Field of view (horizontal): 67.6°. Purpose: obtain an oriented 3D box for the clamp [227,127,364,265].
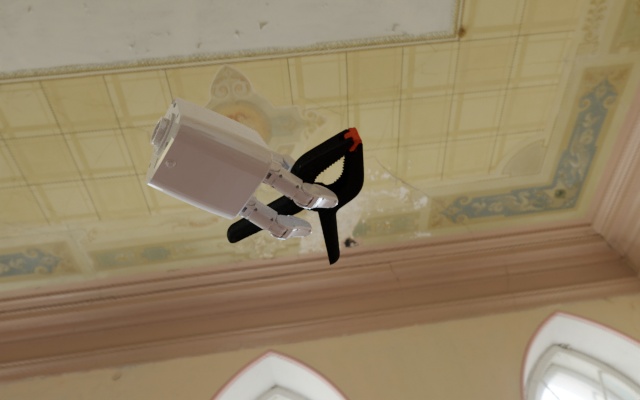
[{"bbox_3d":[0.000,0.001,0.606,0.164,0.210,0.036,22,32,-31],"label":"clamp"}]
